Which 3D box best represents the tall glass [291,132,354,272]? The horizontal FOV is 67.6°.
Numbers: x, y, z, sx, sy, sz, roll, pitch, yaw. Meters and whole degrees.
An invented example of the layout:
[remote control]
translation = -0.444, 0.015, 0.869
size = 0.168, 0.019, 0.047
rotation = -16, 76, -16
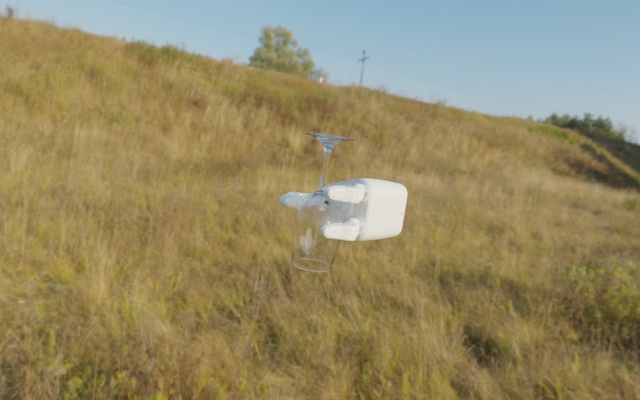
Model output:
[tall glass]
translation = 0.000, 0.002, 0.718
size = 0.079, 0.201, 0.079
rotation = 8, 6, -1
